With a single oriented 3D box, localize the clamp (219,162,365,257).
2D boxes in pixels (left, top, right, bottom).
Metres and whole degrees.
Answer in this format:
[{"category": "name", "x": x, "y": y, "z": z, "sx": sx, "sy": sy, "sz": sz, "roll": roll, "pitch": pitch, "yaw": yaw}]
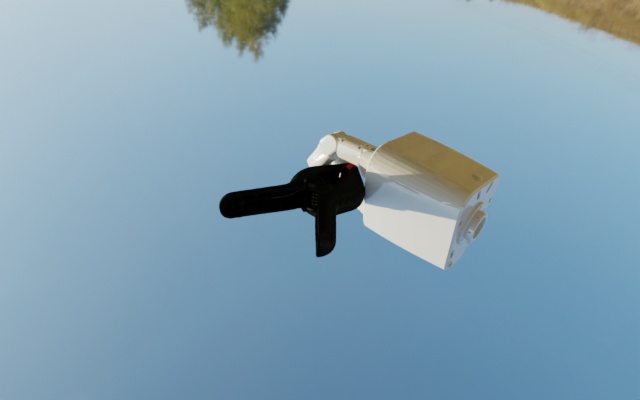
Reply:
[{"category": "clamp", "x": 0.000, "y": 0.002, "z": 0.476, "sx": 0.120, "sy": 0.039, "sz": 0.171, "roll": 31, "pitch": 37, "yaw": 29}]
